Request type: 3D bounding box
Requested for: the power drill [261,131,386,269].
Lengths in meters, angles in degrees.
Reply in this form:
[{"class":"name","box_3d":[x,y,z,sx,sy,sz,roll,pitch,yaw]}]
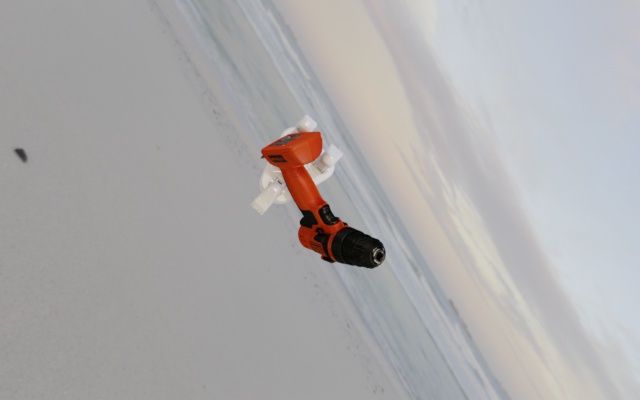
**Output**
[{"class":"power drill","box_3d":[0.000,0.002,0.646,0.057,0.188,0.184,-32,21,-26]}]
